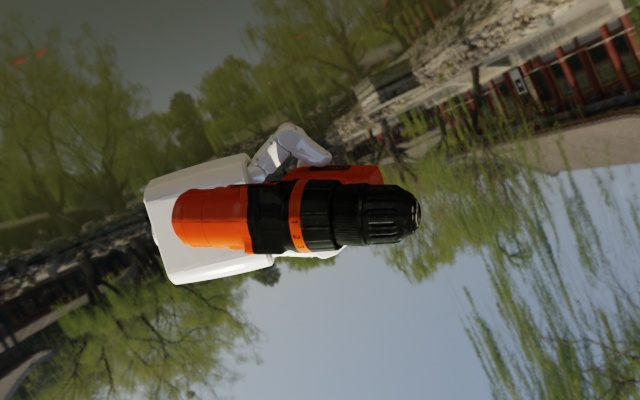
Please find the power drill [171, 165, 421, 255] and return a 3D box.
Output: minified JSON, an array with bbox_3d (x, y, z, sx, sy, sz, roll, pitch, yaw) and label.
[{"bbox_3d":[0.000,0.001,0.404,0.184,0.057,0.187,0,6,19],"label":"power drill"}]
